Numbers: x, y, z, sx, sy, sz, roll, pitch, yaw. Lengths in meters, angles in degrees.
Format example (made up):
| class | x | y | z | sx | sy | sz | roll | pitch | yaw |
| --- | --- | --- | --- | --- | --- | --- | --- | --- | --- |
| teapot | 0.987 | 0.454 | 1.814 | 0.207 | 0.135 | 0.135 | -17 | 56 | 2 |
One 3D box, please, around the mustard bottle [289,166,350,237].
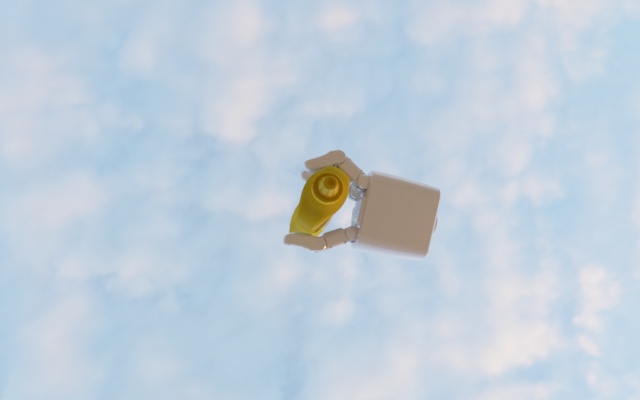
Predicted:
| class | x | y | z | sx | sy | sz | roll | pitch | yaw |
| --- | --- | --- | --- | --- | --- | --- | --- | --- | --- |
| mustard bottle | 0.000 | 0.002 | 0.676 | 0.058 | 0.096 | 0.192 | 37 | -16 | 2 |
